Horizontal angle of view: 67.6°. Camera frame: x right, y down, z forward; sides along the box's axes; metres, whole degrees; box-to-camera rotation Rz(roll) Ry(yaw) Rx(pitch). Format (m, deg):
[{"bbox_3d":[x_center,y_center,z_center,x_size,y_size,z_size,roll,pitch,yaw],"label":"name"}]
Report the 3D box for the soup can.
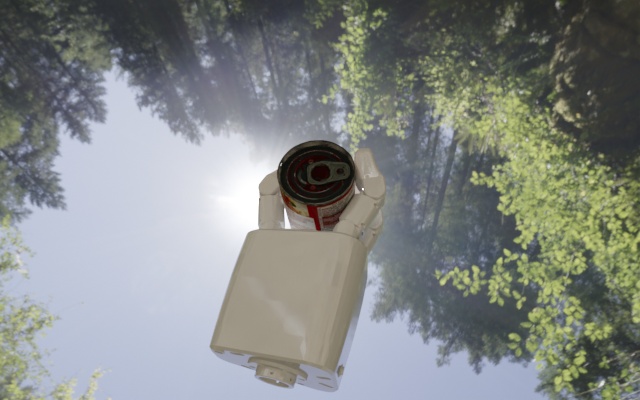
[{"bbox_3d":[0.000,0.001,0.451,0.068,0.068,0.102,0,-32,5],"label":"soup can"}]
